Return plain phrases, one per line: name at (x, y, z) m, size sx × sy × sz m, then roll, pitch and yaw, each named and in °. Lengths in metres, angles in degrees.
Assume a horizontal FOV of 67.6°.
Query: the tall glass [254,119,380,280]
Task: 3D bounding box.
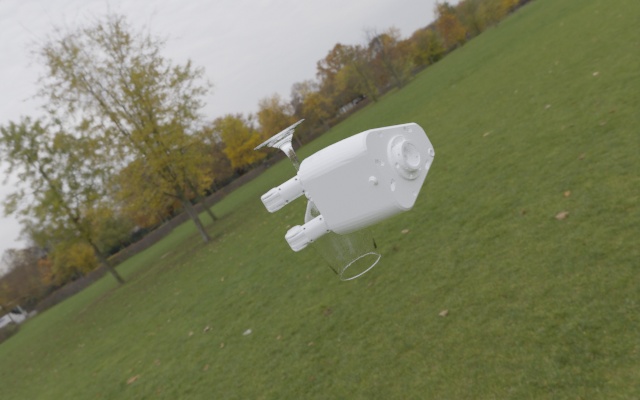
tall glass at (0.000, 0.001, 0.607) m, size 0.079 × 0.201 × 0.079 m, roll -31°, pitch 8°, yaw 5°
